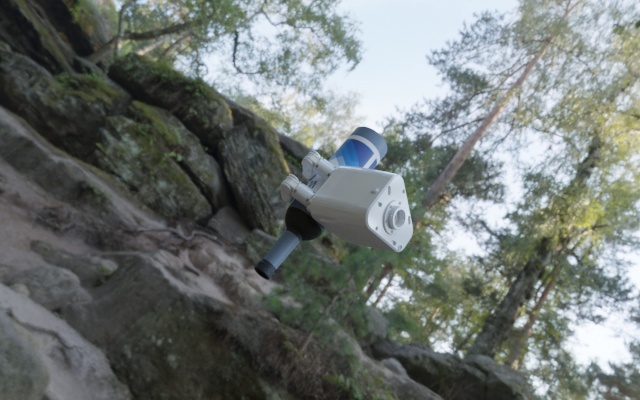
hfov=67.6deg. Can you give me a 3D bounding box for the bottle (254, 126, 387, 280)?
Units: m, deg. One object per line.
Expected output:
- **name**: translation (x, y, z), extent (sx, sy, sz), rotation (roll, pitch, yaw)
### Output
- **bottle**: translation (0.000, 0.002, 0.744), extent (0.069, 0.069, 0.295), rotation (0, 44, 53)
